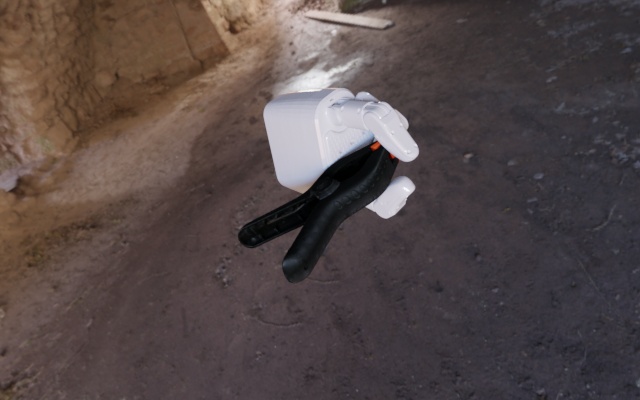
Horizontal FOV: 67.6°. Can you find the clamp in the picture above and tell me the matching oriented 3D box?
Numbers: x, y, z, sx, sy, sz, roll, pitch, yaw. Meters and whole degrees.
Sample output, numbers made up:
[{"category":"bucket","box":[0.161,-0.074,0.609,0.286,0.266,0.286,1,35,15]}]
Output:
[{"category":"clamp","box":[0.000,0.001,0.445,0.171,0.039,0.120,-42,33,-25]}]
